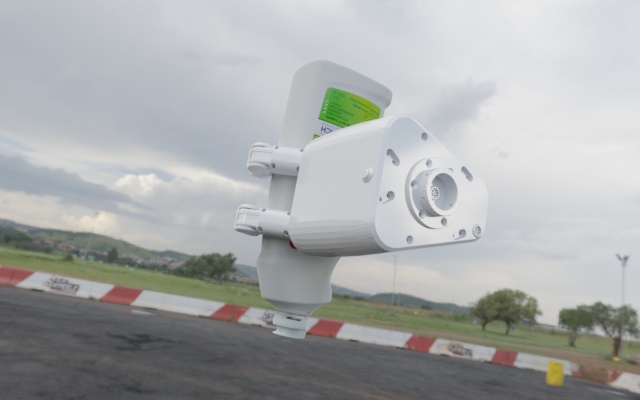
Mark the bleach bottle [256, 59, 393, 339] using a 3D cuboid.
[{"bbox_3d":[0.000,0.001,0.453,0.102,0.250,0.068,17,-13,-30],"label":"bleach bottle"}]
